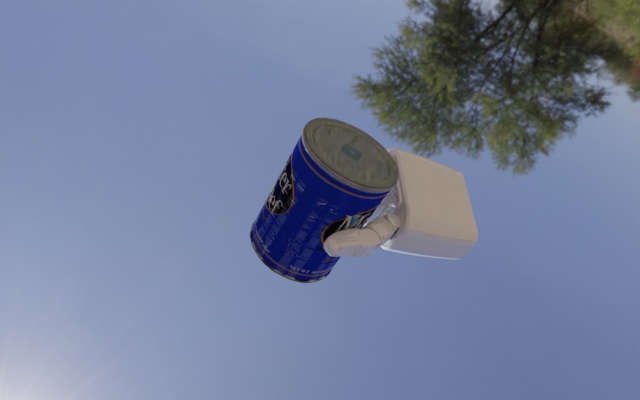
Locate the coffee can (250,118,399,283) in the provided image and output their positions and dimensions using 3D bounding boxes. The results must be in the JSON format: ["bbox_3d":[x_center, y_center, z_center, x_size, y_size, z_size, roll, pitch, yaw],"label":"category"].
[{"bbox_3d":[0.000,0.002,0.492,0.103,0.102,0.140,0,-44,-38],"label":"coffee can"}]
